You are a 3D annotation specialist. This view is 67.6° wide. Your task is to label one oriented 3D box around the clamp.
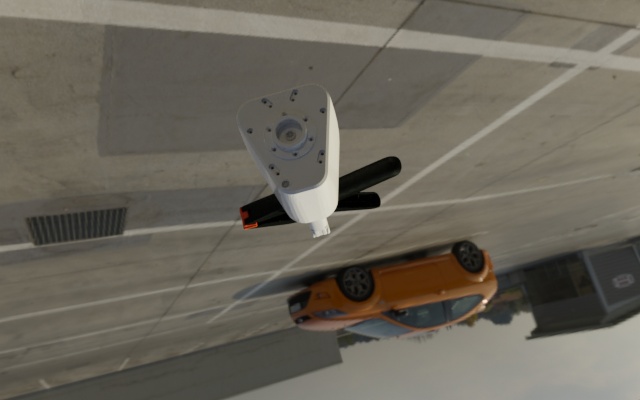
[{"bbox_3d":[0.000,0.003,0.639,0.210,0.036,0.164,-15,-16,0],"label":"clamp"}]
